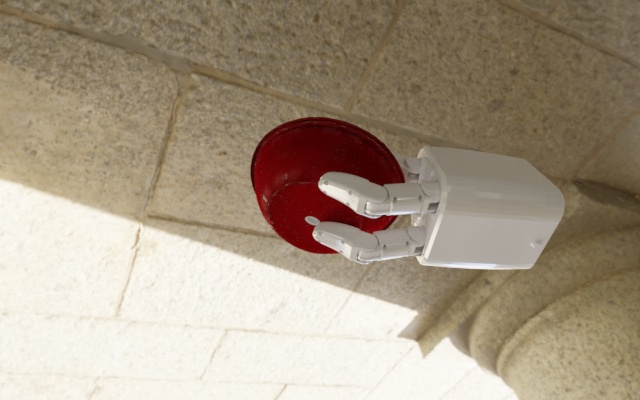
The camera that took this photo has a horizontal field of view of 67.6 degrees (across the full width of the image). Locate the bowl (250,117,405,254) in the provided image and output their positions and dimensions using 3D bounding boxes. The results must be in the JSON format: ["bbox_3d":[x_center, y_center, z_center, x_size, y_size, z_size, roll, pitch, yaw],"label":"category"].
[{"bbox_3d":[-0.001,0.002,0.468,0.162,0.162,0.055,0,40,17],"label":"bowl"}]
